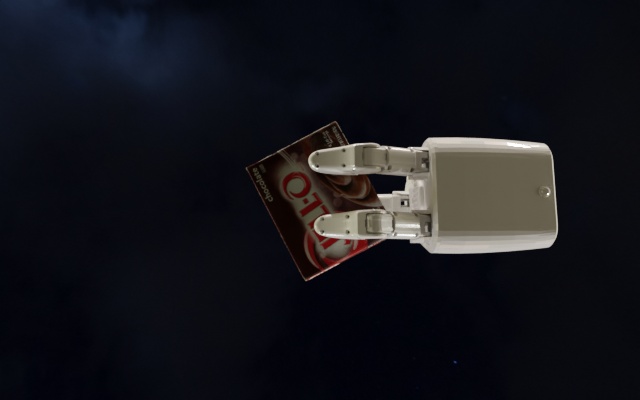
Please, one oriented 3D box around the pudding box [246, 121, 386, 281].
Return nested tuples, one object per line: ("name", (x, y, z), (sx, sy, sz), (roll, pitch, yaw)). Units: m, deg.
("pudding box", (0.000, 0.001, 0.425), (0.090, 0.113, 0.039), (-28, -8, -5))
